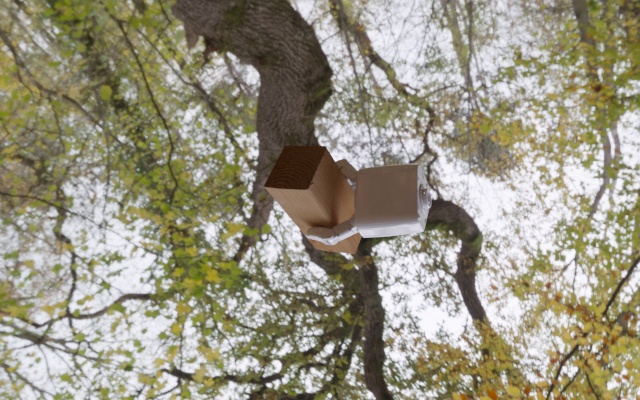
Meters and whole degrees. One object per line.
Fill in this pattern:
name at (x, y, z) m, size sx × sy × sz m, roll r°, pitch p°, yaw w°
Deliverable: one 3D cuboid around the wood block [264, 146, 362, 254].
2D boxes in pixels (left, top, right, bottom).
wood block at (0.000, 0.003, 0.850) m, size 0.090 × 0.090 × 0.206 m, roll 5°, pitch -33°, yaw 33°
